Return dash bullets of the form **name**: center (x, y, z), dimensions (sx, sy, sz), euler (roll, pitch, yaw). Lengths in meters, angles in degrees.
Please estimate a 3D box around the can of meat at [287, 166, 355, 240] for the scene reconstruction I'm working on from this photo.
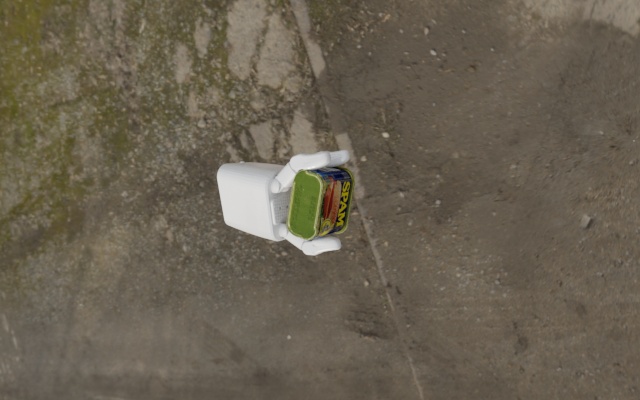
- **can of meat**: center (0.000, 0.002, 0.690), dimensions (0.057, 0.102, 0.084), euler (17, 15, 31)
